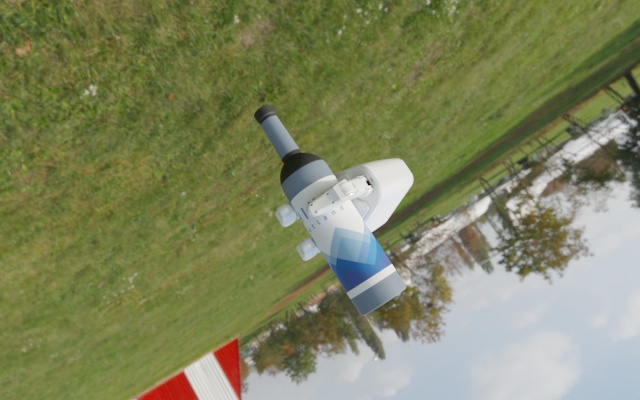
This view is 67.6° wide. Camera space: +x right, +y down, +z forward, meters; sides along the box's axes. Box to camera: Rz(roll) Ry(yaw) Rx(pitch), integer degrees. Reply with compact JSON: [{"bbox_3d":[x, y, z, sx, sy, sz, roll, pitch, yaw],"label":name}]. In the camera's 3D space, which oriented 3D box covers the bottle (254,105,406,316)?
[{"bbox_3d":[0.000,0.002,0.611,0.069,0.295,0.069,-31,-11,-7],"label":"bottle"}]
